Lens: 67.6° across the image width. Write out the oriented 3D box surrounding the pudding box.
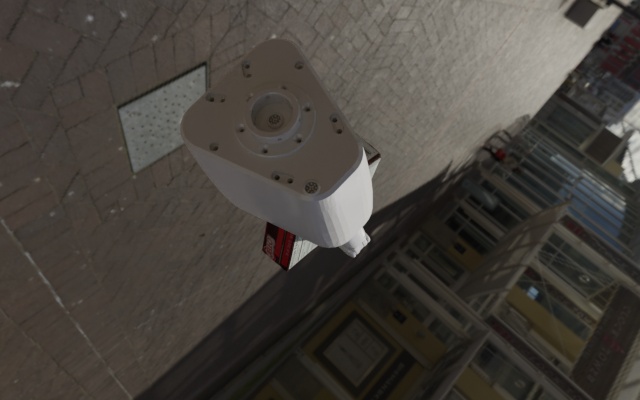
[{"bbox_3d":[0.000,0.002,0.438,0.039,0.090,0.113,41,53,19],"label":"pudding box"}]
